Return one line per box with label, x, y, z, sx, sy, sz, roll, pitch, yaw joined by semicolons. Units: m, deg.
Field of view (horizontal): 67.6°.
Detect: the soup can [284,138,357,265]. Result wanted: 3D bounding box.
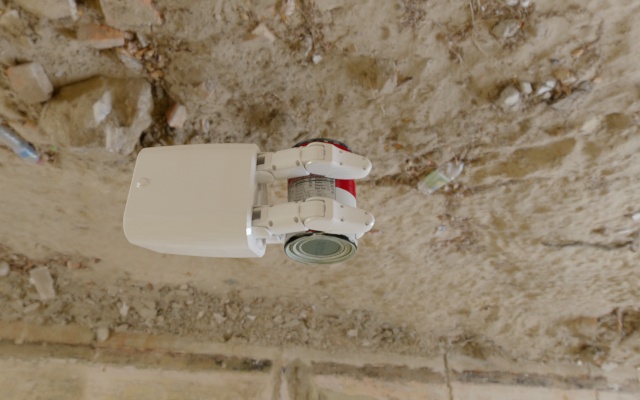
soup can;0.001;0.002;0.452;0.068;0.102;0.068;0;-29;0
